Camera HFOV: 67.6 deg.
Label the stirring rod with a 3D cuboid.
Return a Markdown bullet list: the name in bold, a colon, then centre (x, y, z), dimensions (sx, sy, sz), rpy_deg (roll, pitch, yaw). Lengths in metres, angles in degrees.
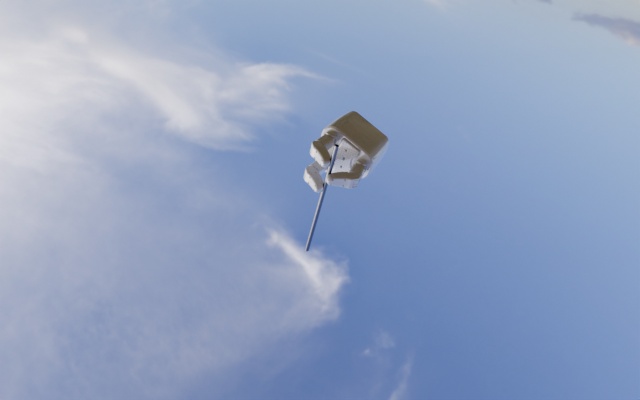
- **stirring rod**: centre (0.000, 0.003, 0.857), dimensions (0.011, 0.240, 0.011), rpy_deg (10, 37, -8)
